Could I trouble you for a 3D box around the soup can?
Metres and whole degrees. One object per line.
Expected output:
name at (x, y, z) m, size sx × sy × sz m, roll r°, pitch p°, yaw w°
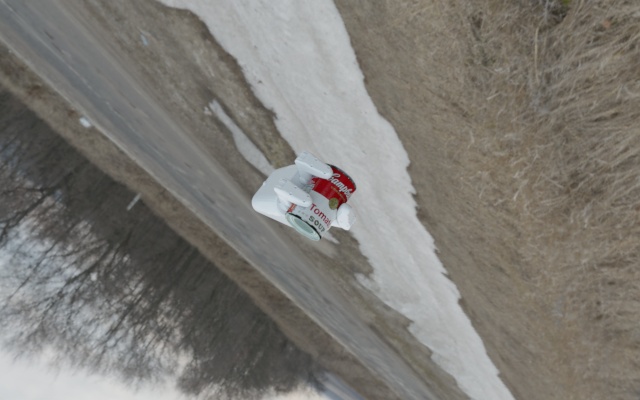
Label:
soup can at (0.000, 0.003, 0.736) m, size 0.068 × 0.102 × 0.068 m, roll 32°, pitch -19°, yaw 13°
